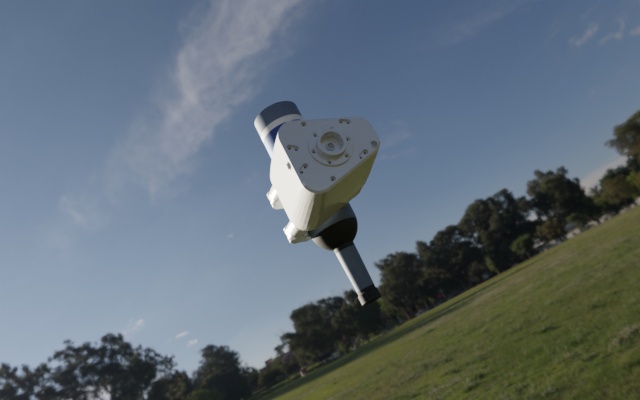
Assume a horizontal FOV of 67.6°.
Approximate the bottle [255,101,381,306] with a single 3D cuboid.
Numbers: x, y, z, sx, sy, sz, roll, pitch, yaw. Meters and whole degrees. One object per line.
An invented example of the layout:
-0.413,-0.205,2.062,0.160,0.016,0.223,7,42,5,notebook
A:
0.000,0.002,0.643,0.069,0.295,0.069,-25,-18,-8,bottle
